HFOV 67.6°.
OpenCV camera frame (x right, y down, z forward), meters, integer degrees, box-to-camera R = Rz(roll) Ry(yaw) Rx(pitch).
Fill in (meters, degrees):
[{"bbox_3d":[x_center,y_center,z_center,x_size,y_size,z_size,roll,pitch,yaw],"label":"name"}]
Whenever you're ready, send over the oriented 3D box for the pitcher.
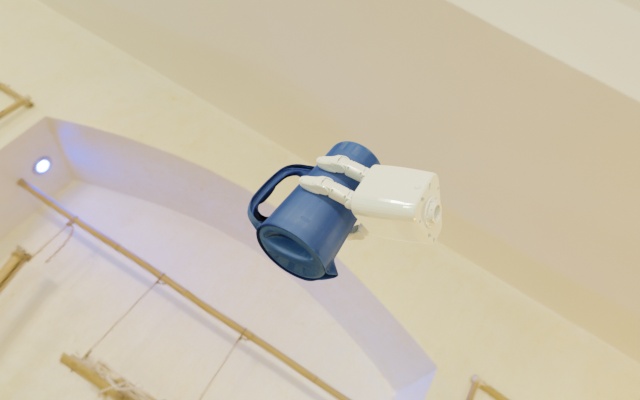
[{"bbox_3d":[0.000,0.003,0.824,0.145,0.149,0.242,7,48,38],"label":"pitcher"}]
